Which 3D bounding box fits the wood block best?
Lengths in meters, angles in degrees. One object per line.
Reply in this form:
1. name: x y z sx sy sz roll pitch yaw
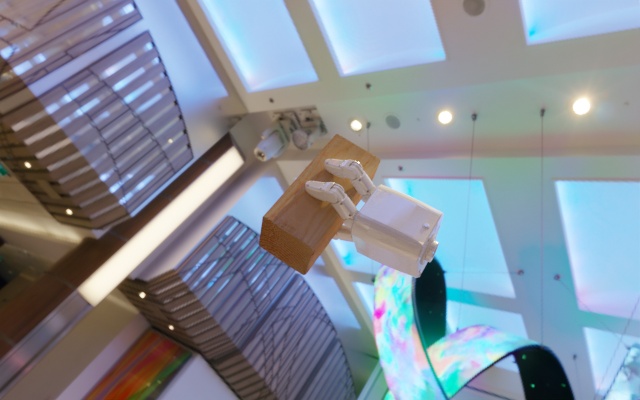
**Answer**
1. wood block: 0.000 0.003 0.758 0.090 0.206 0.091 32 -34 11
